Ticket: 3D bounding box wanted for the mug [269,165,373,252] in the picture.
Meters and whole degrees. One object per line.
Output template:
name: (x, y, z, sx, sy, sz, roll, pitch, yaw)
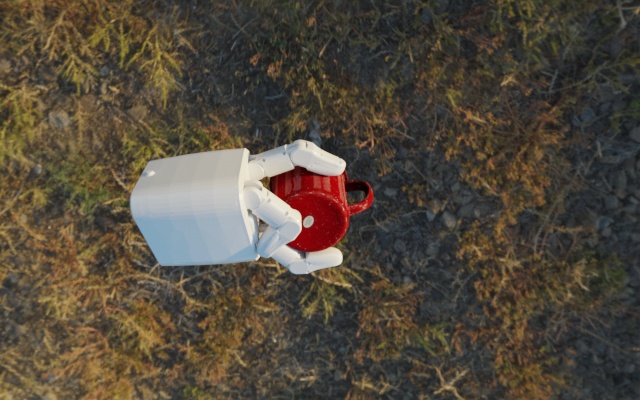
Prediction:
mug: (0.002, 0.002, 0.529, 0.117, 0.093, 0.081, -6, 33, 1)
